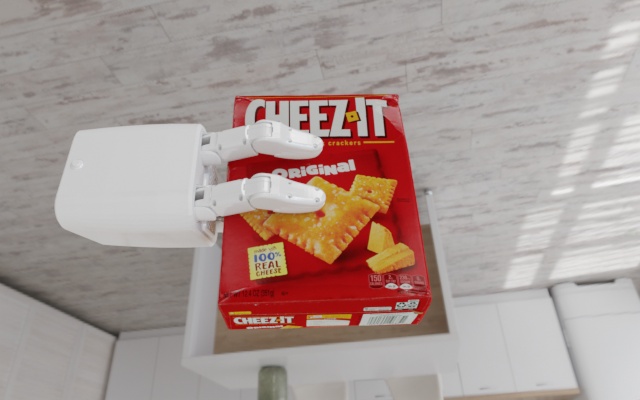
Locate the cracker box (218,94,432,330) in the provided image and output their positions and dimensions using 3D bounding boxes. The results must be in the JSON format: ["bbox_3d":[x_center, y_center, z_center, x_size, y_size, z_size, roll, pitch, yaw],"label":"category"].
[{"bbox_3d":[0.000,0.002,0.431,0.164,0.213,0.072,-1,-32,-3],"label":"cracker box"}]
